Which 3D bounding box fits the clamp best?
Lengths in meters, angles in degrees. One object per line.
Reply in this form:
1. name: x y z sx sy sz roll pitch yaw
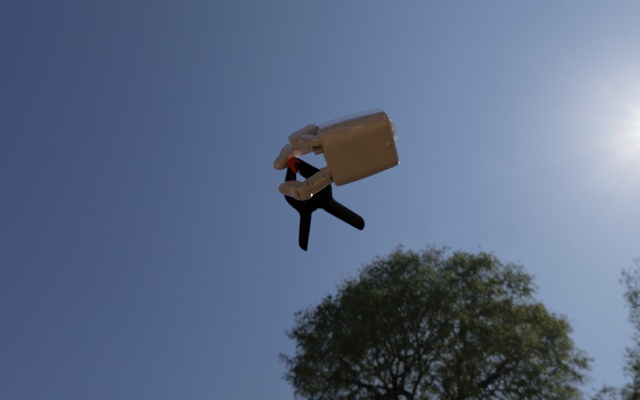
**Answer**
1. clamp: 0.000 0.002 0.789 0.120 0.172 0.039 -17 31 4
